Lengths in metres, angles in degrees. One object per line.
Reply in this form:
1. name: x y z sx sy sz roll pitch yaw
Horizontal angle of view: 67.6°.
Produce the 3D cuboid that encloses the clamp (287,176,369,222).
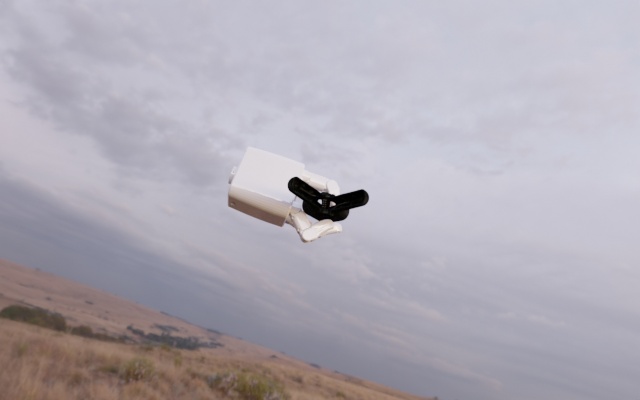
1. clamp: 0.000 0.002 0.762 0.120 0.039 0.171 19 -19 -5
